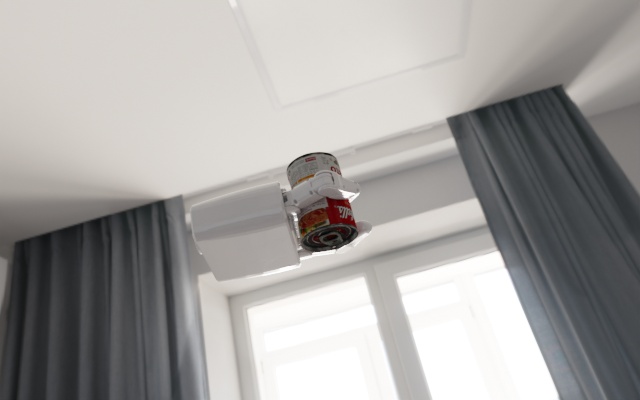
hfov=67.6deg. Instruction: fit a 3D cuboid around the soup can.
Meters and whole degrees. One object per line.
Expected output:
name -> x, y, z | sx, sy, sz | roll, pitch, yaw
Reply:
soup can -> 0.001, 0.001, 0.571 | 0.068, 0.102, 0.068 | -11, -28, -6
